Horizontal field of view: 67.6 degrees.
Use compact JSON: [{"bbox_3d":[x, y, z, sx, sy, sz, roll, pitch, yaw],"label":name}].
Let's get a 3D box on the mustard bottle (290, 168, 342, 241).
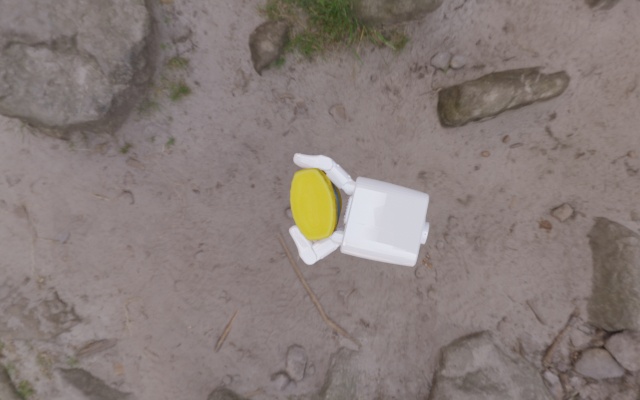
[{"bbox_3d":[0.000,0.002,0.717,0.058,0.096,0.191,-12,0,7],"label":"mustard bottle"}]
